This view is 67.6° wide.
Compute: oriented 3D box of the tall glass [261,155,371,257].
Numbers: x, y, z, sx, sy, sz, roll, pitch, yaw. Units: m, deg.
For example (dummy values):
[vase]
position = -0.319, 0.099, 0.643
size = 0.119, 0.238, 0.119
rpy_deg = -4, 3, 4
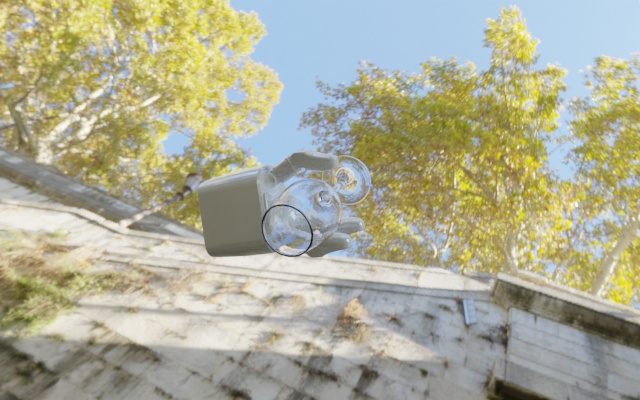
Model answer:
[tall glass]
position = 0.000, 0.002, 0.598
size = 0.079, 0.079, 0.201
rpy_deg = 0, 18, 23
